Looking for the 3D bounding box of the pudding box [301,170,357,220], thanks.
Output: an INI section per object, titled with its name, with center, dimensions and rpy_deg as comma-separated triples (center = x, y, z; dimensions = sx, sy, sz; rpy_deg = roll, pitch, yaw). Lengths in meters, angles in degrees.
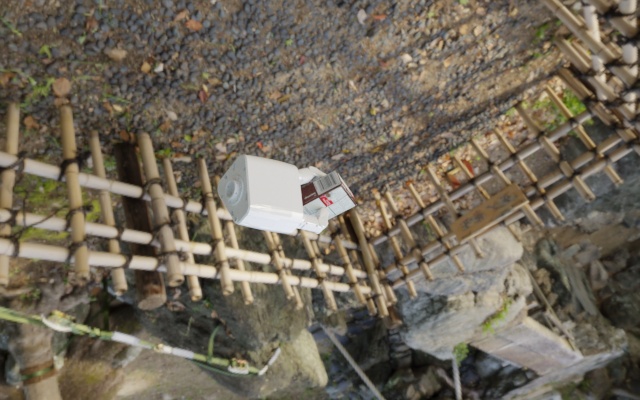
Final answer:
[pudding box]
center = 0.000, 0.003, 0.881
dimensions = 0.113, 0.039, 0.090
rpy_deg = -27, -32, 9
